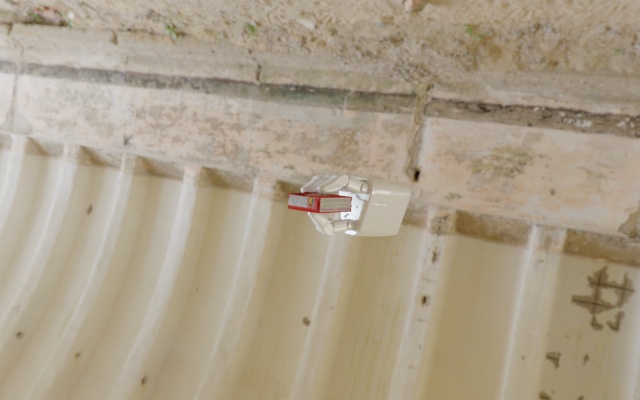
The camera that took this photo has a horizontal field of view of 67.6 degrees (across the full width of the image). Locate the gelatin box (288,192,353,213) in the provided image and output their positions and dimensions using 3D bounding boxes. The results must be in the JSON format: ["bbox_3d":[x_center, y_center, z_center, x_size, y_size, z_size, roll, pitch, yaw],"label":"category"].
[{"bbox_3d":[0.000,0.003,0.822,0.073,0.030,0.089,8,7,42],"label":"gelatin box"}]
